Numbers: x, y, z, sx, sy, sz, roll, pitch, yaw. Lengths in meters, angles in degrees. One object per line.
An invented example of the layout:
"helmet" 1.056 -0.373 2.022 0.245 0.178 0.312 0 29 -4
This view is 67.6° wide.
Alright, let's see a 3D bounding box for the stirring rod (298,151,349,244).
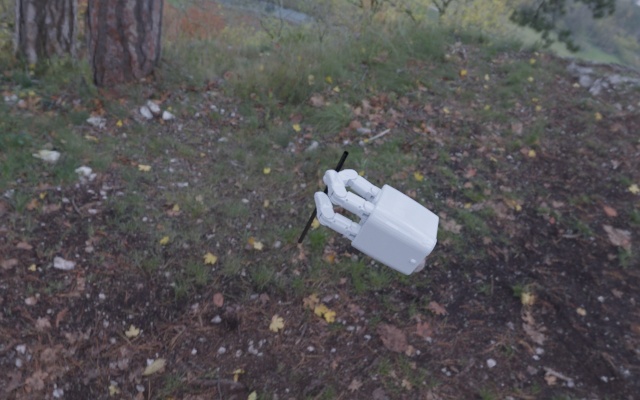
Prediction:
"stirring rod" 0.000 0.003 0.811 0.011 0.011 0.240 0 -39 -24
